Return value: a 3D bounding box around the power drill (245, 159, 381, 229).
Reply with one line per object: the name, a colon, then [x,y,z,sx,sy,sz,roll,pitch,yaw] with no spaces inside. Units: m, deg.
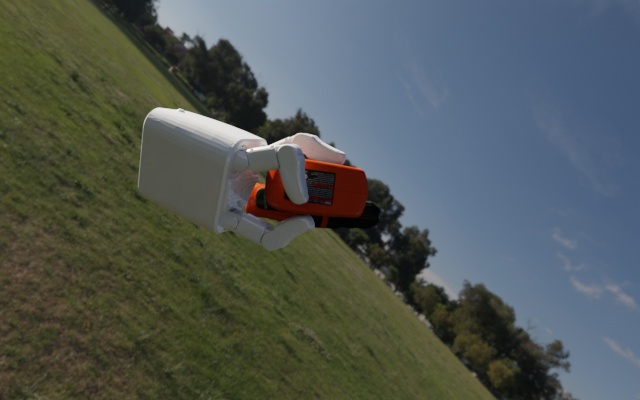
power drill: [0.000,0.002,0.578,0.184,0.057,0.188,6,-10,-7]
